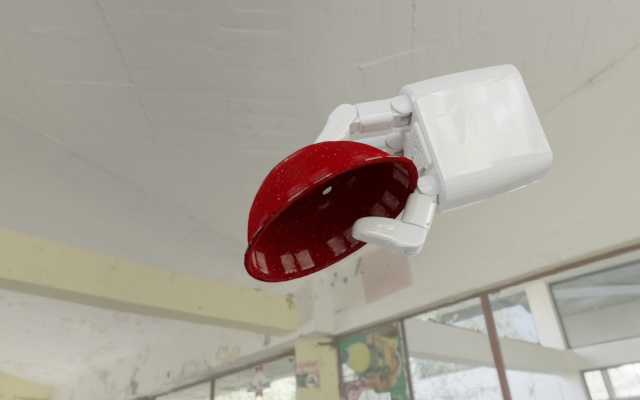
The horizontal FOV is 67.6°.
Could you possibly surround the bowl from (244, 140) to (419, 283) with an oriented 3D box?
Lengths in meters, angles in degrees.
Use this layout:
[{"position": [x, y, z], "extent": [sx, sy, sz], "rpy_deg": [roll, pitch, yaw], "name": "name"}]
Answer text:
[{"position": [-0.001, 0.001, 0.402], "extent": [0.162, 0.055, 0.162], "rpy_deg": [-26, -27, -14], "name": "bowl"}]
